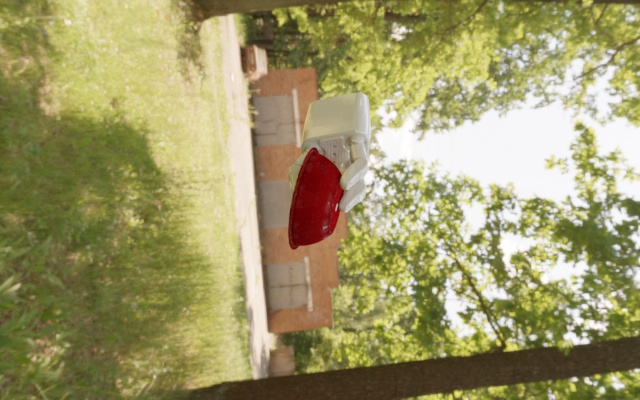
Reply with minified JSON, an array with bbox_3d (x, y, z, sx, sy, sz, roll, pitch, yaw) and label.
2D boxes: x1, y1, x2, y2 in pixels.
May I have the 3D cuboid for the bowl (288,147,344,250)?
[{"bbox_3d":[0.000,0.004,0.733,0.055,0.162,0.162,12,2,10],"label":"bowl"}]
